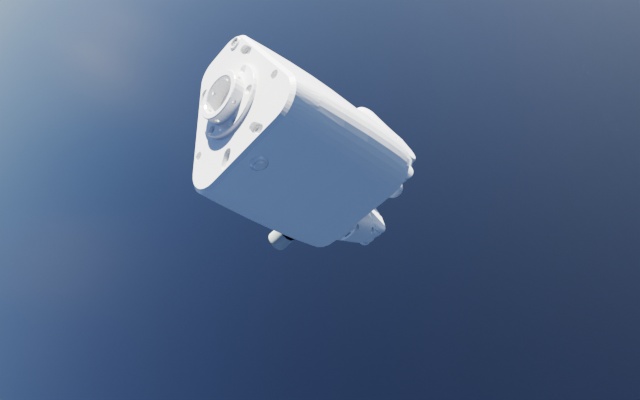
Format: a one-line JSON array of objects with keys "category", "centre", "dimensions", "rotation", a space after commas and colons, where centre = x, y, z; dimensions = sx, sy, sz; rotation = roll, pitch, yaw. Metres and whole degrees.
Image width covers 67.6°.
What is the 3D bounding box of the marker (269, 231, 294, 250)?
[{"category": "marker", "centre": [0.000, 0.001, 0.418], "dimensions": [0.121, 0.020, 0.020], "rotation": [-42, -19, 23]}]
